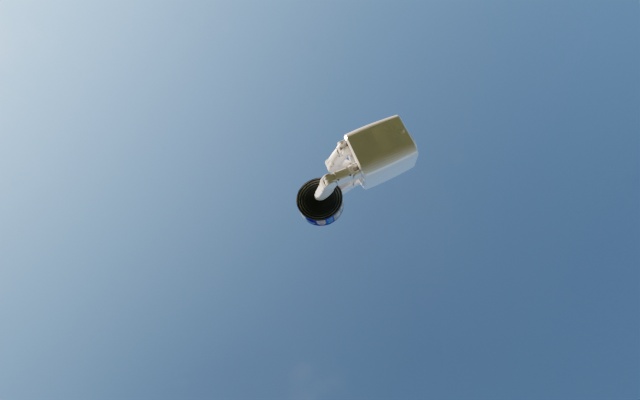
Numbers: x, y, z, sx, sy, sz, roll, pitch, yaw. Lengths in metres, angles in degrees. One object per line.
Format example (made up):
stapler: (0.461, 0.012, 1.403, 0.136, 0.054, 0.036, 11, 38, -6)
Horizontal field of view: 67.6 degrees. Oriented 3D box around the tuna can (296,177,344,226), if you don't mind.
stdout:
tuna can: (0.000, 0.003, 0.883, 0.086, 0.086, 0.034, 0, -25, 9)
